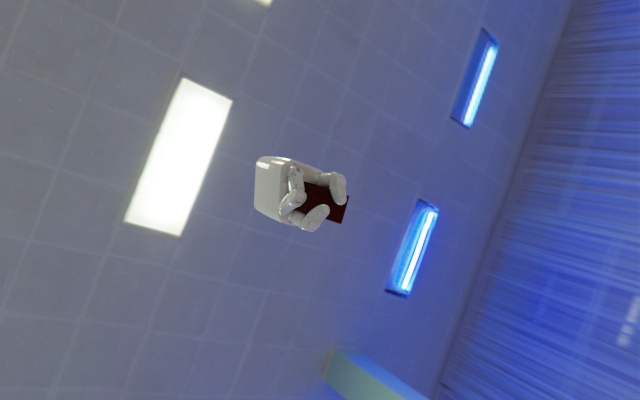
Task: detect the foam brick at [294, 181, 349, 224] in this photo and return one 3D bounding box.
[{"bbox_3d":[0.000,0.003,0.824,0.078,0.053,0.051,19,-2,-36],"label":"foam brick"}]
